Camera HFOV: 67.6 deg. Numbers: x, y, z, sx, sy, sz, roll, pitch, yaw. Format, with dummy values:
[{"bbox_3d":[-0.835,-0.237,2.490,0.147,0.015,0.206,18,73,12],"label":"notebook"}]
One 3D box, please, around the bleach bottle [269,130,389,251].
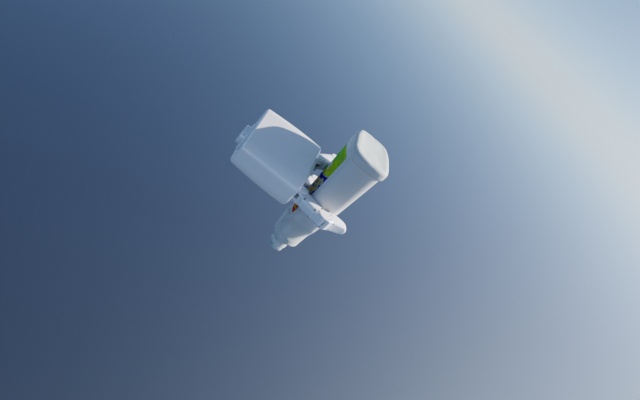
[{"bbox_3d":[0.000,0.002,0.767,0.068,0.251,0.102,38,29,-14],"label":"bleach bottle"}]
